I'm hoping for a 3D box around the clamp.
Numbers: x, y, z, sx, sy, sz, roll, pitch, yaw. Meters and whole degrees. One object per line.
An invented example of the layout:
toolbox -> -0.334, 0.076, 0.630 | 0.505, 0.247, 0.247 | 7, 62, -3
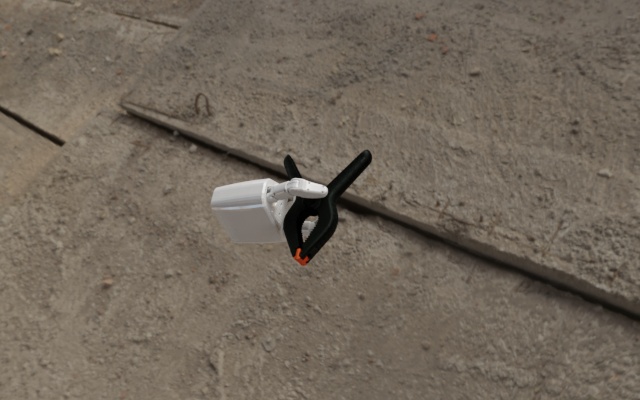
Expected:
clamp -> -0.001, 0.003, 0.773 | 0.164, 0.209, 0.036 | -8, -33, 25
